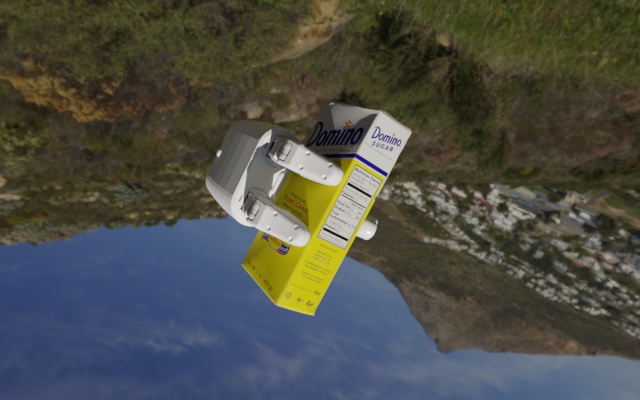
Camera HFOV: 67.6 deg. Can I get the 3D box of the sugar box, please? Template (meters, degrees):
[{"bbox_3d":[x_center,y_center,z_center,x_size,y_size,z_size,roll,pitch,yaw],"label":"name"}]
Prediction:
[{"bbox_3d":[0.000,0.001,0.420,0.048,0.176,0.093,25,2,-32],"label":"sugar box"}]
